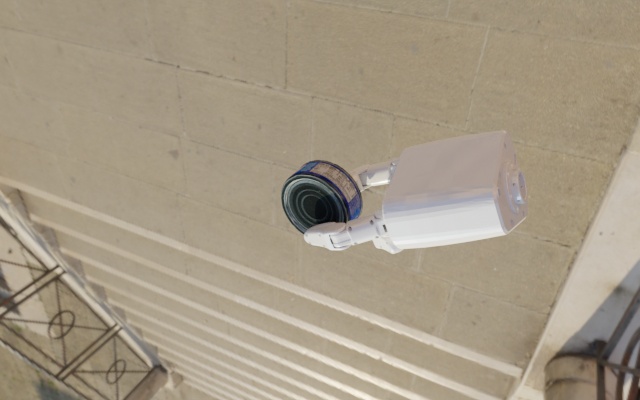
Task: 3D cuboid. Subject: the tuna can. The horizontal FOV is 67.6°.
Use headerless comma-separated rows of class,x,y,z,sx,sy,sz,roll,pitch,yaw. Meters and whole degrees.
tuna can,0.000,0.002,0.516,0.086,0.086,0.033,0,29,34
